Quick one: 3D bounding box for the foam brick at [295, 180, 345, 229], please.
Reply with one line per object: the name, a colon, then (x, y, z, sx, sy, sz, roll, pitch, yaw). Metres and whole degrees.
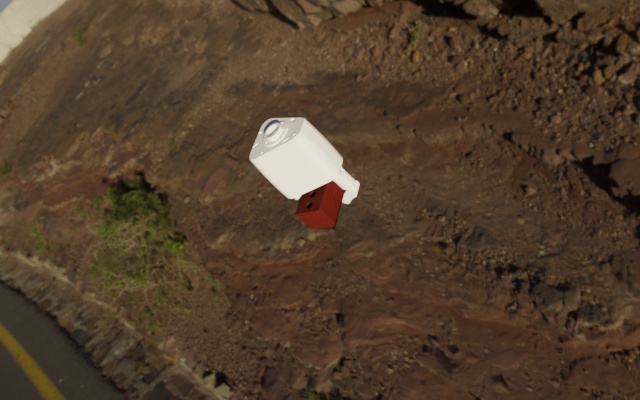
foam brick: (0.000, 0.003, 0.810, 0.053, 0.078, 0.051, -9, -39, 36)
